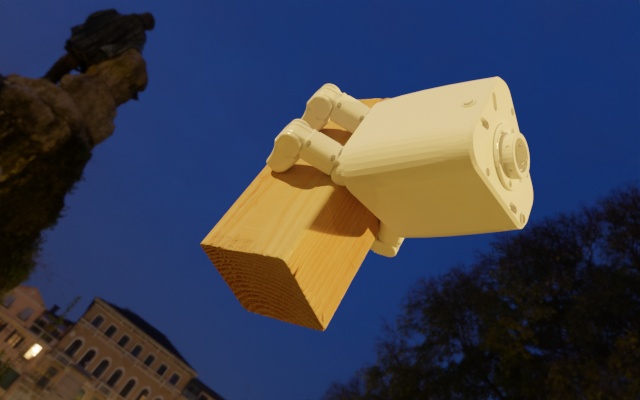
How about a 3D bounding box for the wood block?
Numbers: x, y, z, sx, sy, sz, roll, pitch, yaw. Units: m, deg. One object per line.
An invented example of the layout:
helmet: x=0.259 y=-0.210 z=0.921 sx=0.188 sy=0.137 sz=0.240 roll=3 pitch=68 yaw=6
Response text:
wood block: x=0.001 y=0.002 z=0.439 sx=0.090 sy=0.091 sz=0.206 roll=5 pitch=45 yaw=34
